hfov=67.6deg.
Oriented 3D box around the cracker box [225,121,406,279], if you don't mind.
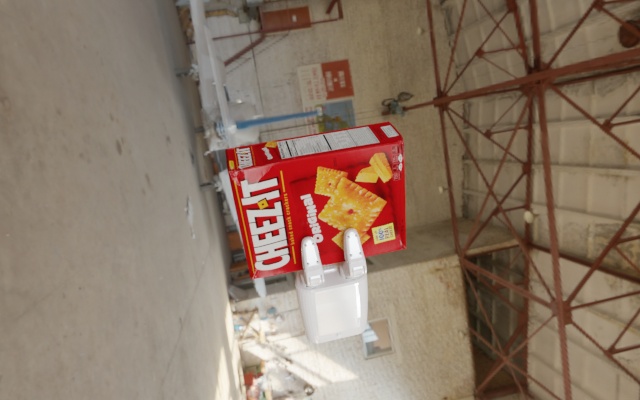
[{"bbox_3d":[0.000,0.002,0.612,0.213,0.164,0.072,-11,31,-8],"label":"cracker box"}]
